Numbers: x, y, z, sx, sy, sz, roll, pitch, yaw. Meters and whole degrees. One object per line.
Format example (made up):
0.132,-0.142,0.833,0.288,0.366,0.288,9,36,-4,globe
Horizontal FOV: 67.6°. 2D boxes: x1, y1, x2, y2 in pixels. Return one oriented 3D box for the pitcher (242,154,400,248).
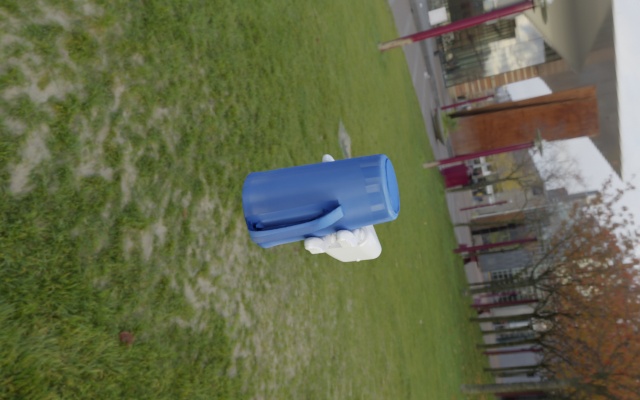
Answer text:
0.000,0.003,0.787,0.243,0.149,0.145,-10,-23,18,pitcher
